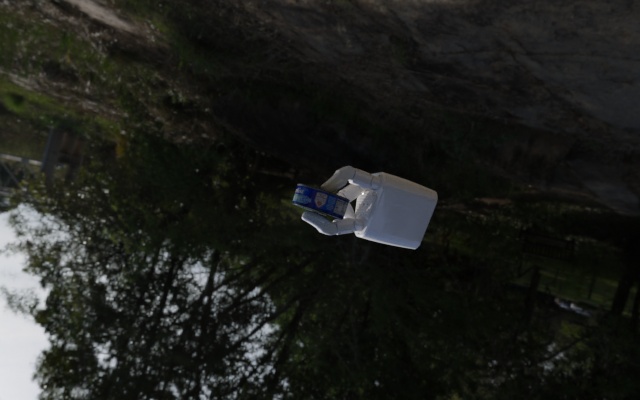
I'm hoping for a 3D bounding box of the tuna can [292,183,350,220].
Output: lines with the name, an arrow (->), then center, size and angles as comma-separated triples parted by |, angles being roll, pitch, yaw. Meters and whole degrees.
tuna can -> 0.000, 0.003, 0.745 | 0.086, 0.034, 0.086 | 18, -3, 1
